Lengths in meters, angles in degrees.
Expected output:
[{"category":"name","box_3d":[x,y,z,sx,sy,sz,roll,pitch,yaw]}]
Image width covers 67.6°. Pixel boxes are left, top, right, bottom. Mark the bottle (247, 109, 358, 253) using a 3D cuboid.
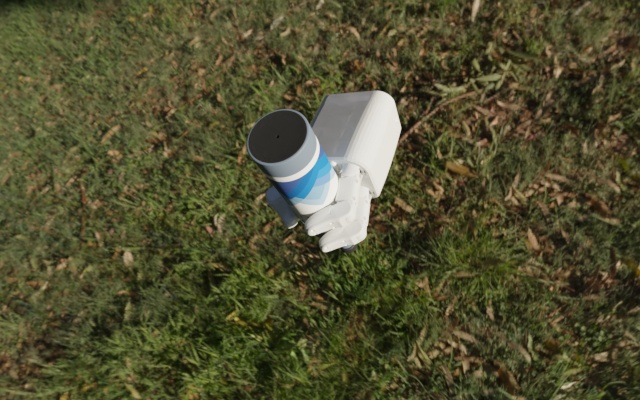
[{"category":"bottle","box_3d":[0.000,0.002,0.593,0.069,0.069,0.296,0,-26,19]}]
